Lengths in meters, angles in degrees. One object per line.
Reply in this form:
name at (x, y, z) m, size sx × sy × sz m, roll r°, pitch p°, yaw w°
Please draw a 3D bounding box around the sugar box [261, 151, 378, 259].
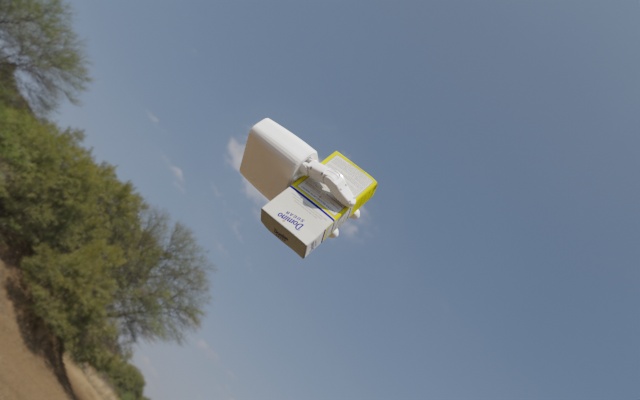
sugar box at (0.000, 0.003, 0.745) m, size 0.176 × 0.093 × 0.048 m, roll -40°, pitch -22°, yaw -30°
